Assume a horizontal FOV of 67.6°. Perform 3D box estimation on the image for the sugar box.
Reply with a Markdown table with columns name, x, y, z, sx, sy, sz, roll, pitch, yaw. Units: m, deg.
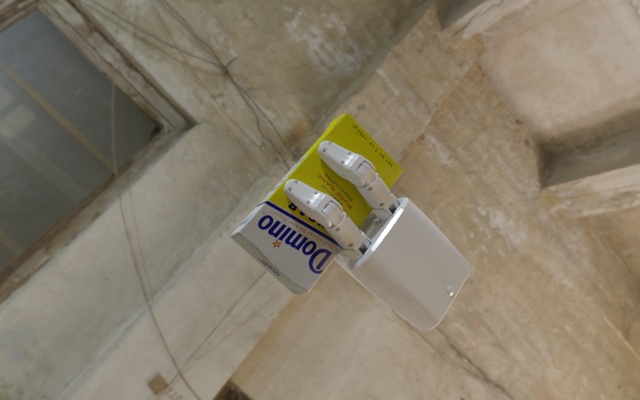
| name | x | y | z | sx | sy | sz | roll | pitch | yaw |
| --- | --- | --- | --- | --- | --- | --- | --- | --- | --- |
| sugar box | 0.000 | 0.002 | 0.499 | 0.093 | 0.176 | 0.048 | 43 | -23 | -10 |
